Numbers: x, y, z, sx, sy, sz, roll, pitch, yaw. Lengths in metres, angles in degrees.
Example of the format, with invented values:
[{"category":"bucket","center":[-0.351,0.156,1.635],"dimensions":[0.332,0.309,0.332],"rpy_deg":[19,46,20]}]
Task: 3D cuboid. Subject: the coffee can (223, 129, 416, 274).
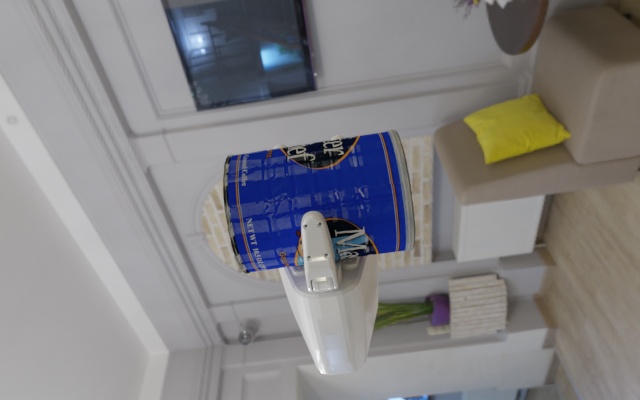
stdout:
[{"category":"coffee can","center":[0.000,0.001,0.404],"dimensions":[0.140,0.103,0.103],"rpy_deg":[-8,0,2]}]
